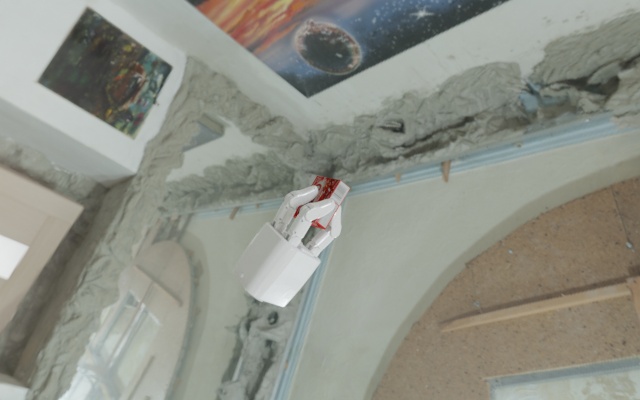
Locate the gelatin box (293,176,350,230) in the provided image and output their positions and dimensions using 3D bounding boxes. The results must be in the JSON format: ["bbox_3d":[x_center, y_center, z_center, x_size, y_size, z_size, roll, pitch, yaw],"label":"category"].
[{"bbox_3d":[0.001,0.003,0.836,0.030,0.089,0.073,40,-14,-32],"label":"gelatin box"}]
